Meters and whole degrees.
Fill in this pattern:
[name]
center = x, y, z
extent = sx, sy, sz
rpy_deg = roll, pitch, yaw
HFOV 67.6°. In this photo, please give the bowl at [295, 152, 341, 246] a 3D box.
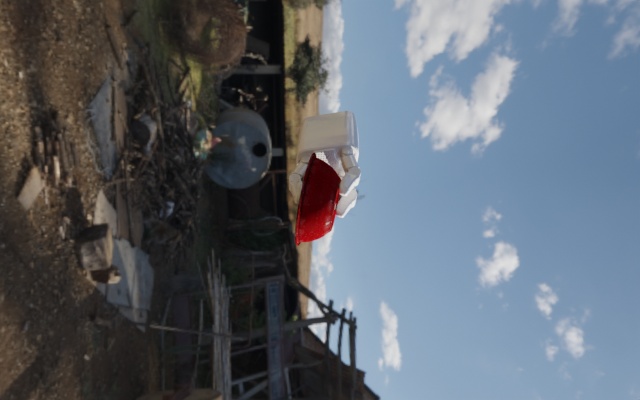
[bowl]
center = 0.000, 0.004, 0.811
extent = 0.055, 0.162, 0.162
rpy_deg = 11, 1, 5
